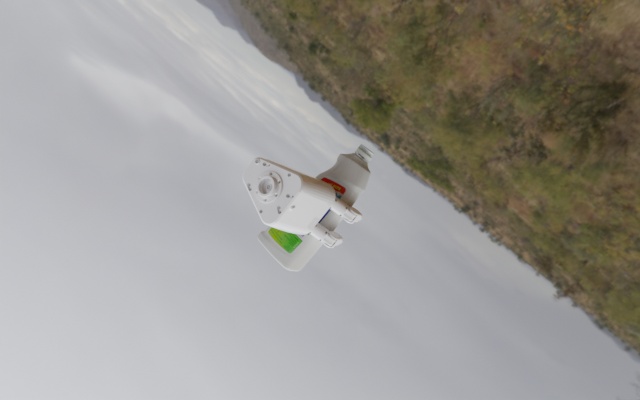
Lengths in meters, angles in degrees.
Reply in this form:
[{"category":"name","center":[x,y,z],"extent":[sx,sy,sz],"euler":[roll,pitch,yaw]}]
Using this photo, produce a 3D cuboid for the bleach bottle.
[{"category":"bleach bottle","center":[0.000,0.003,0.850],"extent":[0.102,0.251,0.068],"euler":[43,12,27]}]
